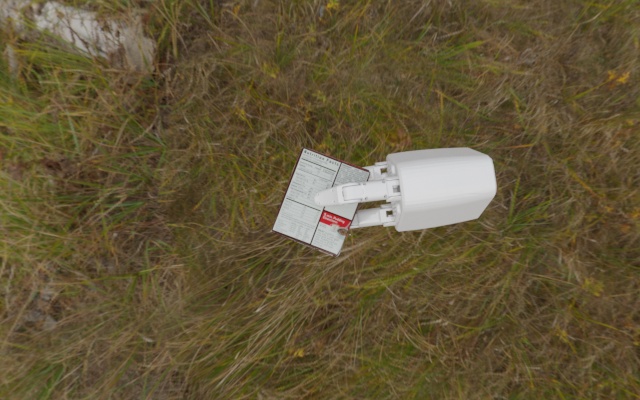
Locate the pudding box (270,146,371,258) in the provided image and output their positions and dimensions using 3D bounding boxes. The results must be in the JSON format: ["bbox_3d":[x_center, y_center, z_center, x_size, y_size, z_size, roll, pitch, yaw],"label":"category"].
[{"bbox_3d":[0.000,0.002,0.581,0.090,0.113,0.039,21,-4,2],"label":"pudding box"}]
